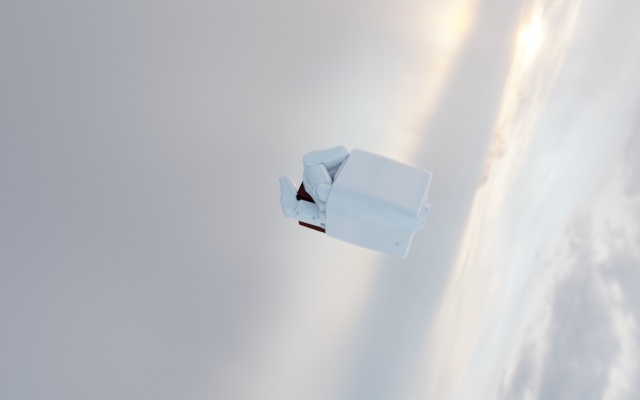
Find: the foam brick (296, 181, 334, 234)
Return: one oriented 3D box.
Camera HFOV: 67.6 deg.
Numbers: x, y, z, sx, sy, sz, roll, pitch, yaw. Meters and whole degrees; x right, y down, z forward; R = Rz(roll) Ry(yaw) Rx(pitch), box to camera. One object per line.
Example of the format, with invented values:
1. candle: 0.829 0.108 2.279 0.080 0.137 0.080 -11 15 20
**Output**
1. foam brick: 0.000 0.002 0.658 0.051 0.053 0.078 17 -30 12
